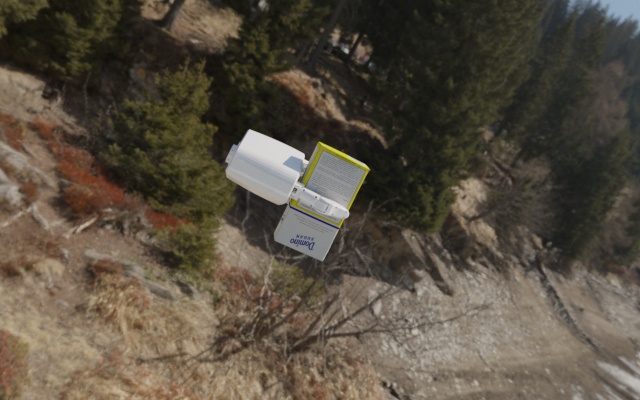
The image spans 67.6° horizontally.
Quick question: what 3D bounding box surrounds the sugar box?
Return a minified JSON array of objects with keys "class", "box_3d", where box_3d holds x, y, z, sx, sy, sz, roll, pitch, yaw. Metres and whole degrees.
[{"class":"sugar box","box_3d":[0.000,0.002,0.794,0.093,0.176,0.048,25,12,-11]}]
